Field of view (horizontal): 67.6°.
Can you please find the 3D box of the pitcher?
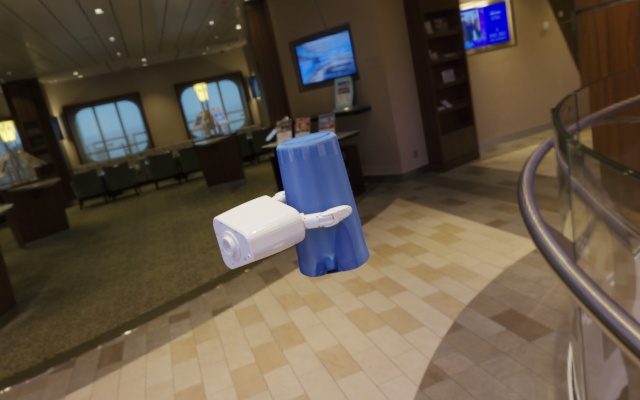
[{"bbox_3d":[0.000,0.003,0.867,0.145,0.243,0.149,-24,18,-37],"label":"pitcher"}]
